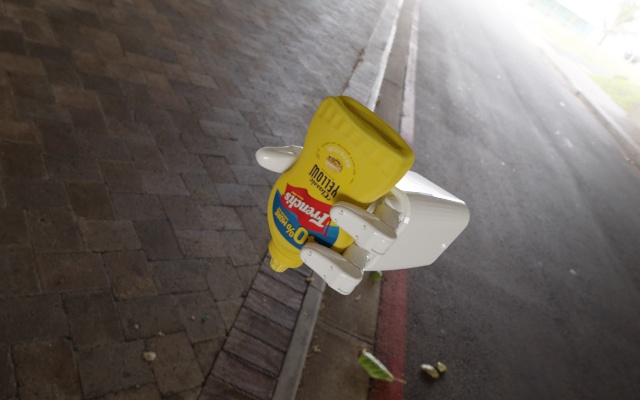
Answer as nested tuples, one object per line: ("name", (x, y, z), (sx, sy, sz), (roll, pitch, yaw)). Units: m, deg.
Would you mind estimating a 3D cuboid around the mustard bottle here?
("mustard bottle", (0.000, 0.001, 0.462), (0.096, 0.192, 0.058), (43, 32, 15))
